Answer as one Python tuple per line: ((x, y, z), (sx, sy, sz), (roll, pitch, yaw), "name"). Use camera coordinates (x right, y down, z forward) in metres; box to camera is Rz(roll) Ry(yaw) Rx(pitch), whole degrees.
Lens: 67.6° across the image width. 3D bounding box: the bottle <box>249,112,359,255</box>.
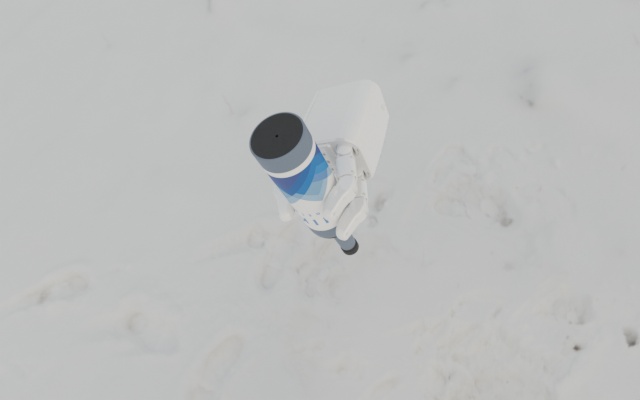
((0.000, 0.002, 0.635), (0.069, 0.069, 0.296), (0, -29, 22), "bottle")
